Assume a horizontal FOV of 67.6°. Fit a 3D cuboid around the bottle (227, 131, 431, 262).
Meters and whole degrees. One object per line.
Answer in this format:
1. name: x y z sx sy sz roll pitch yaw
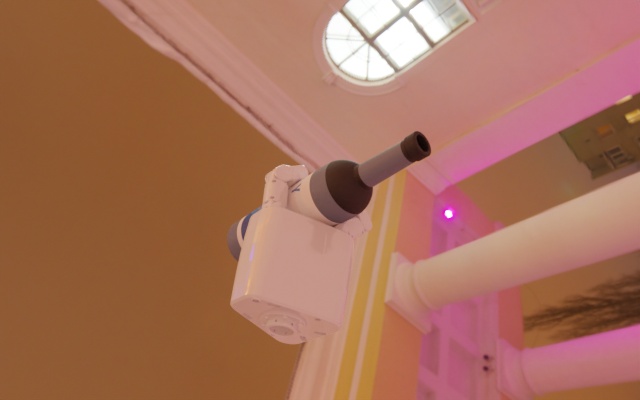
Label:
1. bottle: 0.000 0.002 0.552 0.069 0.069 0.296 0 -23 -46
